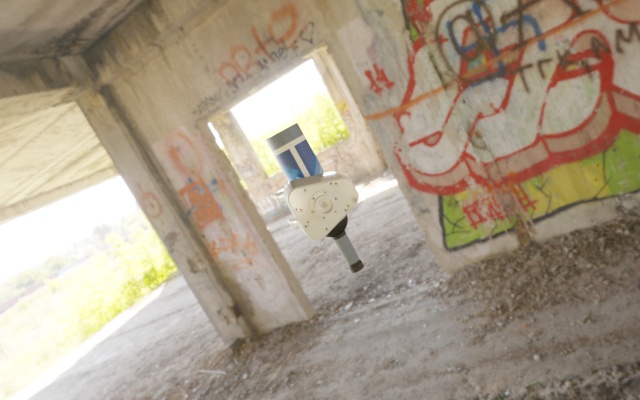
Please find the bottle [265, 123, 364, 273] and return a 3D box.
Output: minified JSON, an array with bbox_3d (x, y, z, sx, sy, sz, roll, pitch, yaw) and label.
[{"bbox_3d":[0.000,0.003,0.878,0.069,0.296,0.069,-28,9,5],"label":"bottle"}]
